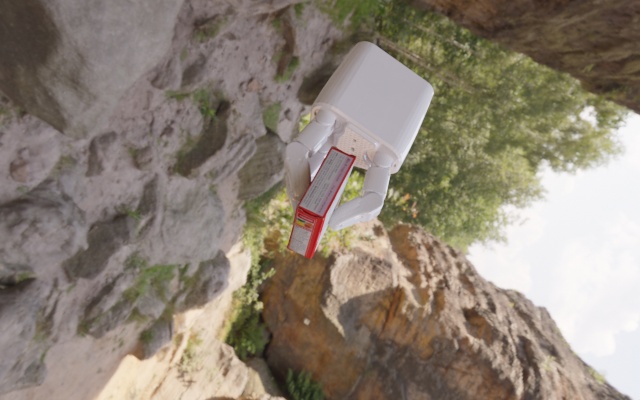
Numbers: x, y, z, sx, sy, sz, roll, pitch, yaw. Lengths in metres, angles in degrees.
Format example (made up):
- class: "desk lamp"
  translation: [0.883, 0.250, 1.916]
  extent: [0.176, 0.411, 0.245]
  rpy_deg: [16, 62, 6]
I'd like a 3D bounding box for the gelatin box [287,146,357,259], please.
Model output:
- class: "gelatin box"
  translation: [0.000, 0.002, 0.472]
  extent: [0.030, 0.089, 0.073]
  rpy_deg: [24, -37, 5]
